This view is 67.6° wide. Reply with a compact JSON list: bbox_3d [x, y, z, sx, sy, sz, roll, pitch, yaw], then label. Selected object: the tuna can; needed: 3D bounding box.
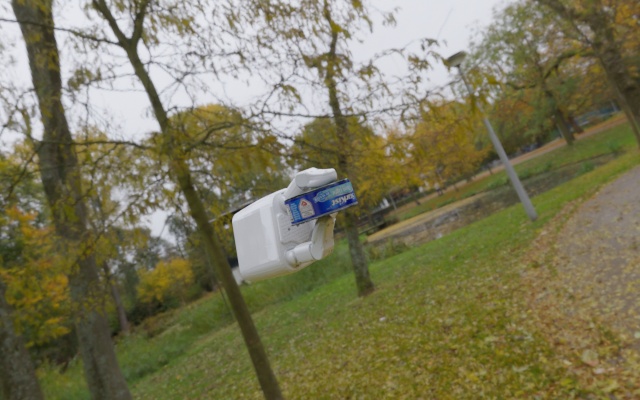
[{"bbox_3d":[0.000,0.001,0.580,0.086,0.034,0.086,-19,1,0],"label":"tuna can"}]
